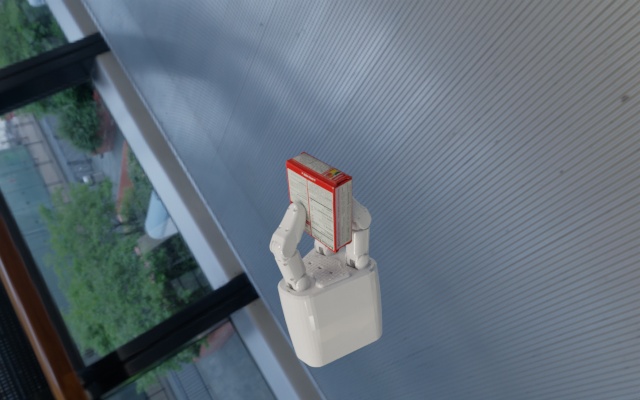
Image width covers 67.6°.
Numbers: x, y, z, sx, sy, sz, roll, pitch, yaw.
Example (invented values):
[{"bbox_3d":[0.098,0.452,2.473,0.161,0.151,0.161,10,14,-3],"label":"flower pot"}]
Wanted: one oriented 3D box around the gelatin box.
[{"bbox_3d":[0.000,0.002,0.512,0.030,0.089,0.073,-31,45,-31],"label":"gelatin box"}]
